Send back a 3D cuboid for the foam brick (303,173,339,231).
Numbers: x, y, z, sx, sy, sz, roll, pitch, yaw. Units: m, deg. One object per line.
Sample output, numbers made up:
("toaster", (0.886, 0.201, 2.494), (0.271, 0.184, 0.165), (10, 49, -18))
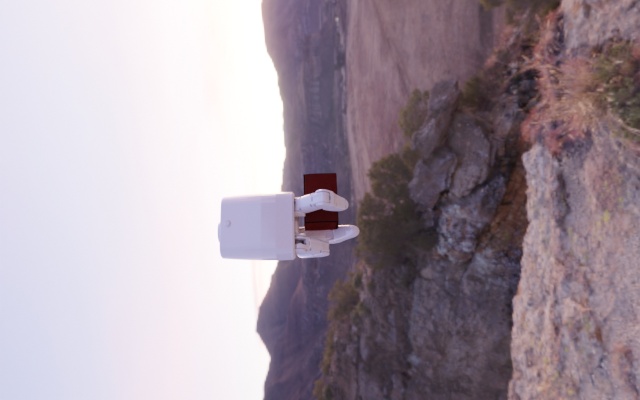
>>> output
("foam brick", (0.000, 0.002, 0.726), (0.051, 0.078, 0.053), (-2, -17, 0))
